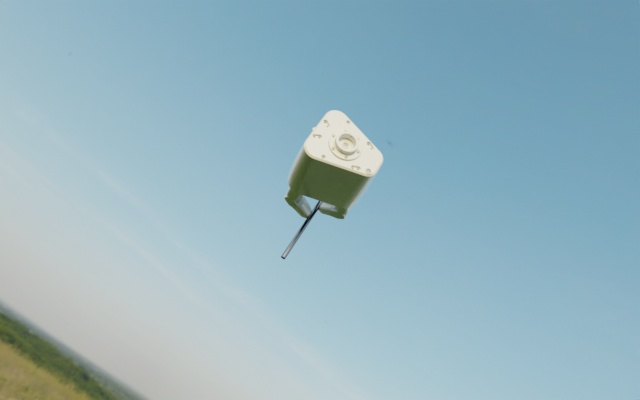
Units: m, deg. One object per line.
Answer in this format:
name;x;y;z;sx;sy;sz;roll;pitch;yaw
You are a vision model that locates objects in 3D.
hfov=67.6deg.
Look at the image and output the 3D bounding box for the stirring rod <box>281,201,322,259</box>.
stirring rod;0.000;0.003;0.808;0.011;0.239;0.011;25;-30;16
